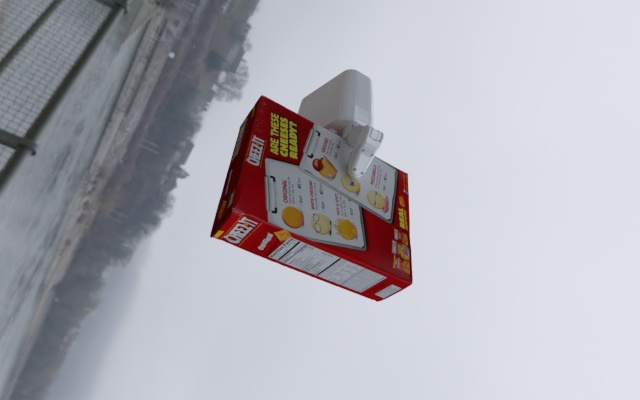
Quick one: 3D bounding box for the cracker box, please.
[{"bbox_3d":[0.000,0.002,0.540,0.214,0.164,0.072,24,-42,-21],"label":"cracker box"}]
